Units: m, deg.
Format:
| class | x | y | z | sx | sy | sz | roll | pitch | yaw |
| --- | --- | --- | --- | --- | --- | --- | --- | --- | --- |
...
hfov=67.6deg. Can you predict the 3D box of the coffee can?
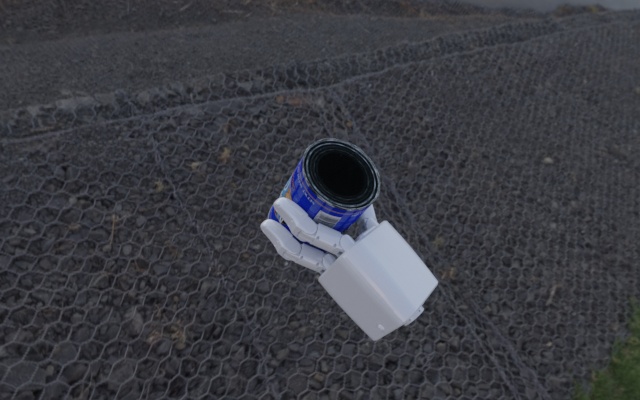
| class | x | y | z | sx | sy | sz | roll | pitch | yaw |
| --- | --- | --- | --- | --- | --- | --- | --- | --- | --- |
| coffee can | 0.000 | 0.002 | 0.620 | 0.103 | 0.102 | 0.140 | 0 | -30 | -26 |
